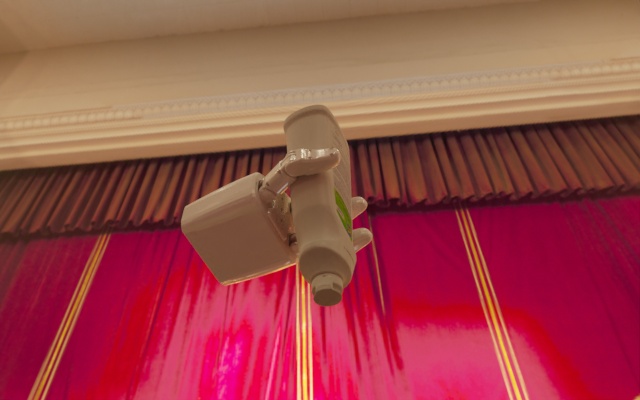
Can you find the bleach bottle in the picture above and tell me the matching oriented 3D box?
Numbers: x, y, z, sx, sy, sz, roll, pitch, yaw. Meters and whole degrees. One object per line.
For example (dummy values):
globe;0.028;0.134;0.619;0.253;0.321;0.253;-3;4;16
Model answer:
bleach bottle;0.000;0.002;0.541;0.068;0.250;0.103;-20;-49;17
